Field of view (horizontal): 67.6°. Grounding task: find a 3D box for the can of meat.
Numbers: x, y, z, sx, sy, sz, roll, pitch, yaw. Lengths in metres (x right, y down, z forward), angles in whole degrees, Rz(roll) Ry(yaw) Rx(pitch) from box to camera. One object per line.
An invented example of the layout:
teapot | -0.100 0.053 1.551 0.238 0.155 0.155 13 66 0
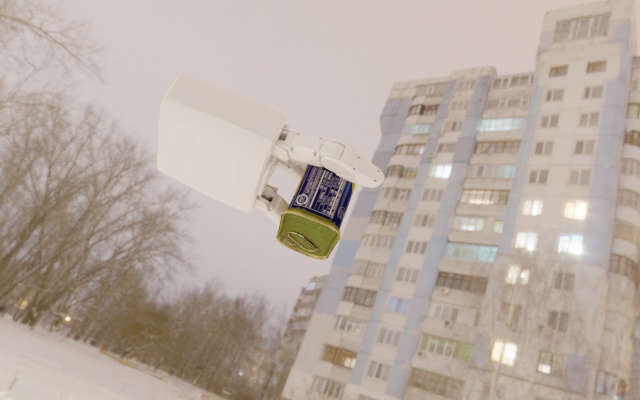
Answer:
can of meat | 0.000 0.001 0.475 0.057 0.084 0.102 22 -24 0
